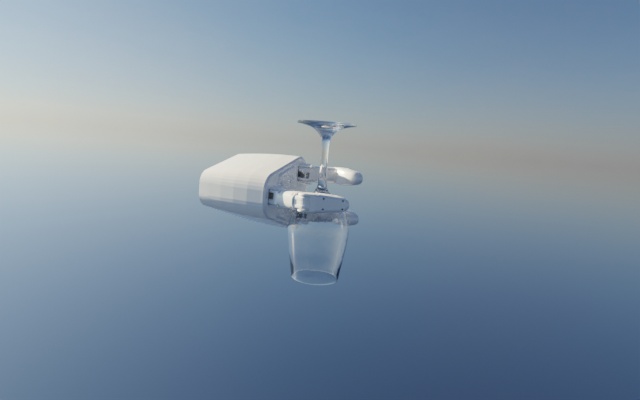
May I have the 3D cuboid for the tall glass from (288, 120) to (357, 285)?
[{"bbox_3d":[0.000,0.001,0.606,0.079,0.201,0.079,4,7,-1],"label":"tall glass"}]
